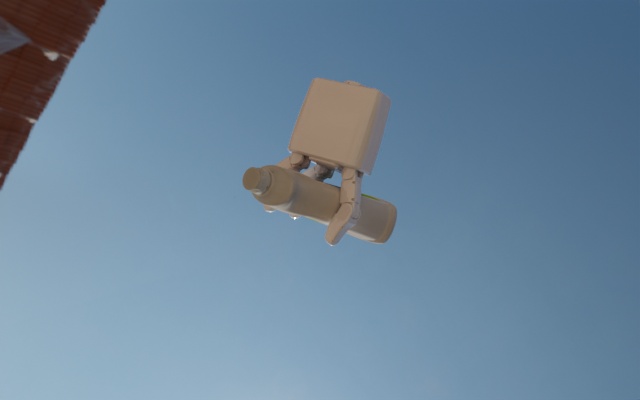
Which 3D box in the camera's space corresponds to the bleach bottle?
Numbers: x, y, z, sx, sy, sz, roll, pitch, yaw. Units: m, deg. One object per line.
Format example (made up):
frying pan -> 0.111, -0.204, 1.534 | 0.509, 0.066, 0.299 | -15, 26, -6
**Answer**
bleach bottle -> 0.000, 0.002, 0.646 | 0.102, 0.068, 0.251 | 17, -1, 39
